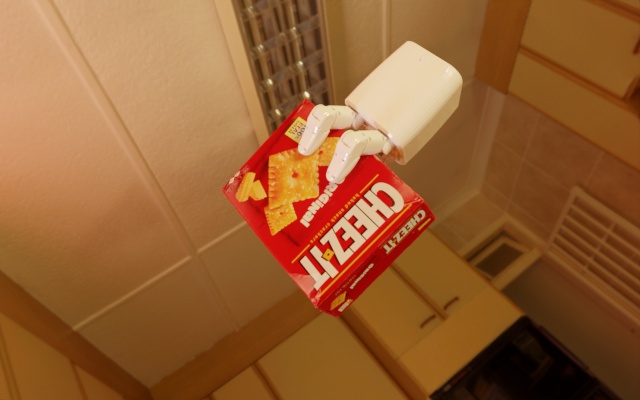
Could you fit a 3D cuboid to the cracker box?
[{"bbox_3d":[0.000,0.002,0.573,0.213,0.164,0.072,46,4,32],"label":"cracker box"}]
